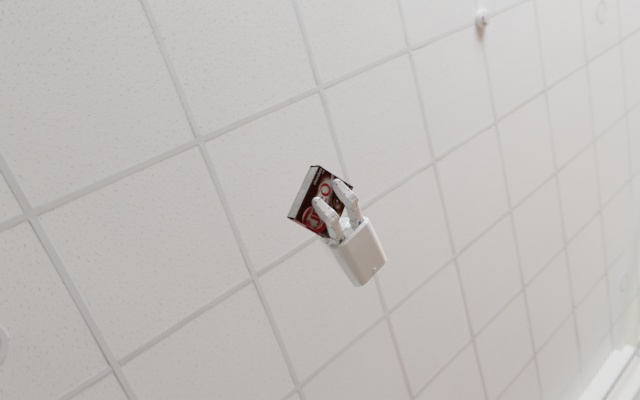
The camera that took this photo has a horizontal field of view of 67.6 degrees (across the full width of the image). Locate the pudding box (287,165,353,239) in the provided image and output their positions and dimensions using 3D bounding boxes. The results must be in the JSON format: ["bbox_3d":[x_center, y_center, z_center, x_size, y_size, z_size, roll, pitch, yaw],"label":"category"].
[{"bbox_3d":[0.000,0.003,0.896,0.090,0.113,0.039,30,-14,-32],"label":"pudding box"}]
